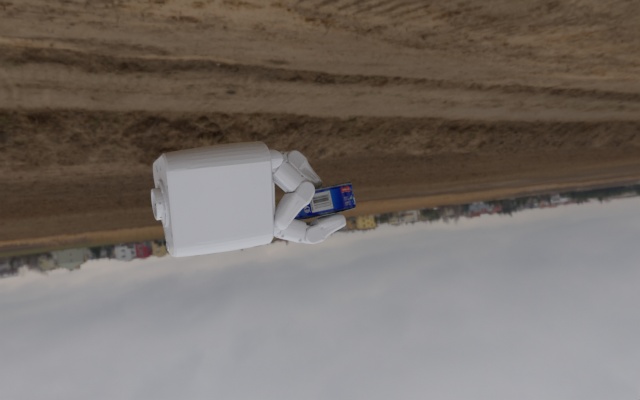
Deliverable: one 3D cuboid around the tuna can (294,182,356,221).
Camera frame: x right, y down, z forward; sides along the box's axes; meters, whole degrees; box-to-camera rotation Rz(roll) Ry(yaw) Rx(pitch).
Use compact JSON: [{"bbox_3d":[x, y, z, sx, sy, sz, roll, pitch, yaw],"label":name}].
[{"bbox_3d":[0.000,0.002,0.594,0.086,0.034,0.086,-12,0,0],"label":"tuna can"}]
